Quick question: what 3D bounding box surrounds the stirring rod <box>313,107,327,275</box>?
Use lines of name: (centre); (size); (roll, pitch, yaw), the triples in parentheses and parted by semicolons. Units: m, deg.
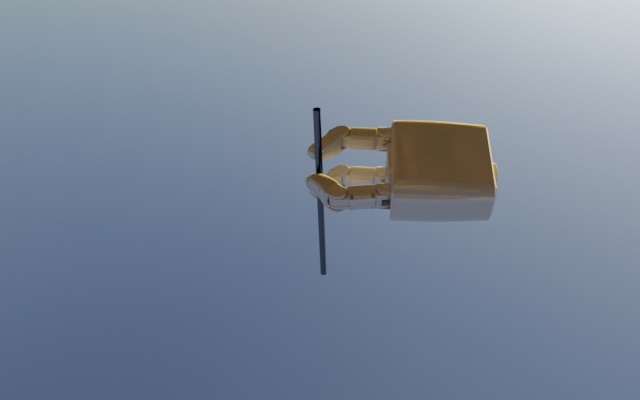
stirring rod: (0.000, 0.002, 0.558); (0.011, 0.240, 0.011); (-1, 38, 1)
